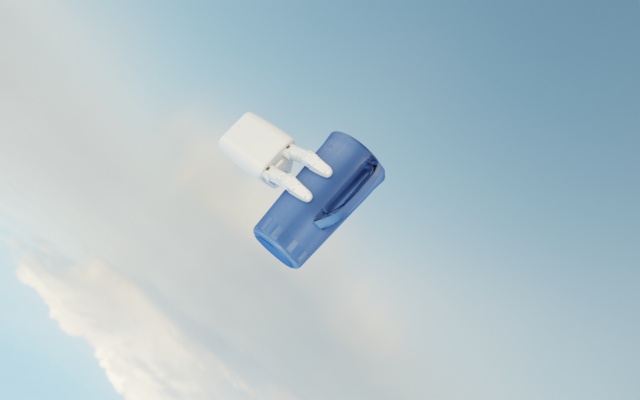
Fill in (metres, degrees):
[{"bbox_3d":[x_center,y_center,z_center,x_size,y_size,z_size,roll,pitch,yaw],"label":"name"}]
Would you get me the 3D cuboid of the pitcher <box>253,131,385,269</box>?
[{"bbox_3d":[0.000,0.003,0.854,0.145,0.242,0.149,37,-15,16],"label":"pitcher"}]
